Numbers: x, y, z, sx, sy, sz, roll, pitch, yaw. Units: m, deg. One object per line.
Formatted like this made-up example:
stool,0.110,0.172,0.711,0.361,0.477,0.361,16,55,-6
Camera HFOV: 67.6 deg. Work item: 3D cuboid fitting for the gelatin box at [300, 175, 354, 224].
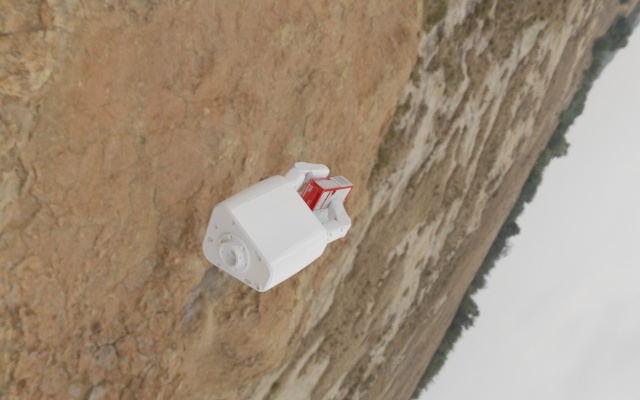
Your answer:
gelatin box,0.001,0.002,0.686,0.030,0.073,0.089,41,25,22
